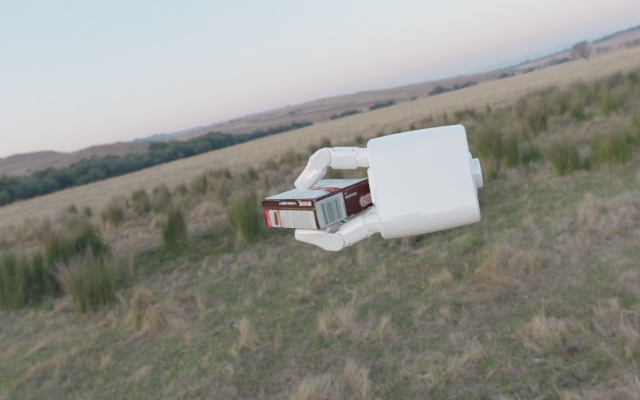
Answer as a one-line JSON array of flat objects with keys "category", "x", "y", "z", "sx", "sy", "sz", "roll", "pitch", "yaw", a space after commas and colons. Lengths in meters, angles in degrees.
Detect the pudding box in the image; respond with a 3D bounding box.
[{"category": "pudding box", "x": 0.000, "y": 0.002, "z": 0.578, "sx": 0.090, "sy": 0.039, "sz": 0.113, "roll": -1, "pitch": 12, "yaw": 42}]
